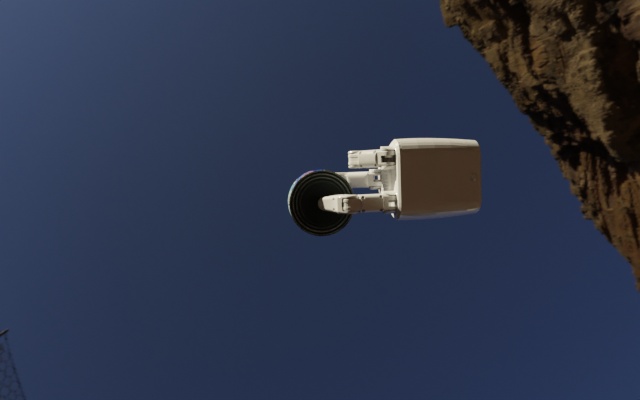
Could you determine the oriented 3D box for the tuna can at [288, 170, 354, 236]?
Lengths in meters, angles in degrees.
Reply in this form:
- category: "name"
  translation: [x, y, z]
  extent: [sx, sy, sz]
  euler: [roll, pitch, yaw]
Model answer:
- category: "tuna can"
  translation: [0.000, 0.002, 0.629]
  extent: [0.086, 0.086, 0.033]
  euler: [0, 6, -9]
